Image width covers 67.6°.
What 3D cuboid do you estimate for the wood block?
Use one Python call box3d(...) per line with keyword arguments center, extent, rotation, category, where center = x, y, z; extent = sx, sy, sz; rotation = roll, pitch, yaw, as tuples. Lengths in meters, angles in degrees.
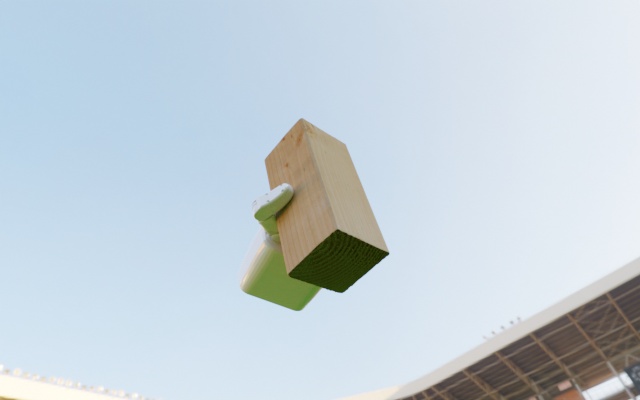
box3d(center=(0.000, 0.002, 0.615), extent=(0.091, 0.206, 0.090), rotation=(25, -58, -35), category="wood block")
